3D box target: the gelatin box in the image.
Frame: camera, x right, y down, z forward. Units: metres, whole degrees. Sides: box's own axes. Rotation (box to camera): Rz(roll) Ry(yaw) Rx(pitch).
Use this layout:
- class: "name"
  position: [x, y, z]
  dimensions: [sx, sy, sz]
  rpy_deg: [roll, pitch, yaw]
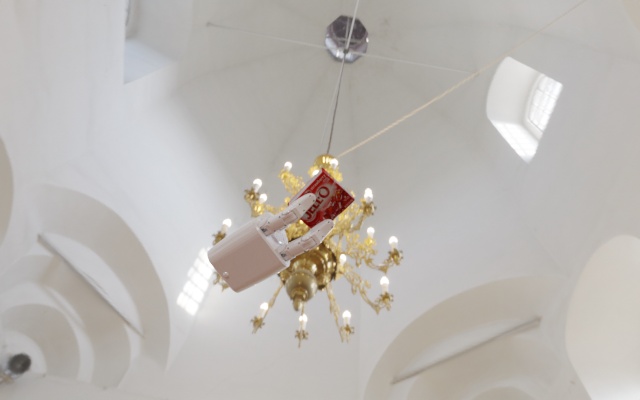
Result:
- class: "gelatin box"
  position: [0.000, 0.002, 0.790]
  dimensions: [0.073, 0.089, 0.030]
  rpy_deg: [41, 12, -15]
